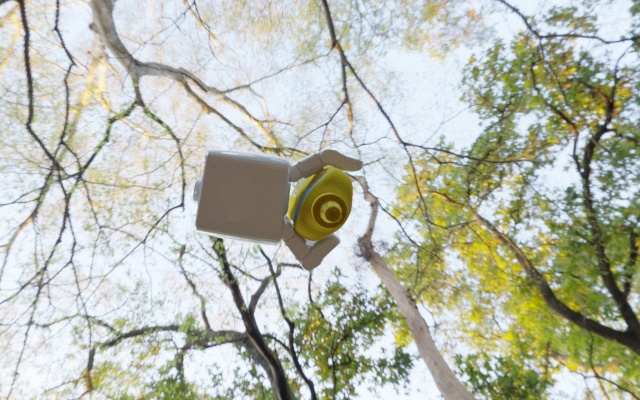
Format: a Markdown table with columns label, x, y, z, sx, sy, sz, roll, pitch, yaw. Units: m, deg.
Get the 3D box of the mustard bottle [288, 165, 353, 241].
| label | x | y | z | sx | sy | sz | roll | pitch | yaw |
| --- | --- | --- | --- | --- | --- | --- | --- | --- | --- |
| mustard bottle | 0.000 | 0.002 | 0.613 | 0.058 | 0.096 | 0.191 | 33 | 2 | -11 |
